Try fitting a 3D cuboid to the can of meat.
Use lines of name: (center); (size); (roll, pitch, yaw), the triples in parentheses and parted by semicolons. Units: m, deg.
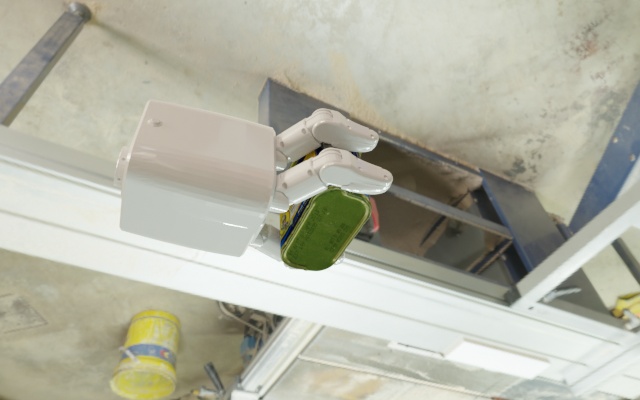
can of meat: (0.000, 0.002, 0.426); (0.057, 0.102, 0.083); (17, 37, -19)
